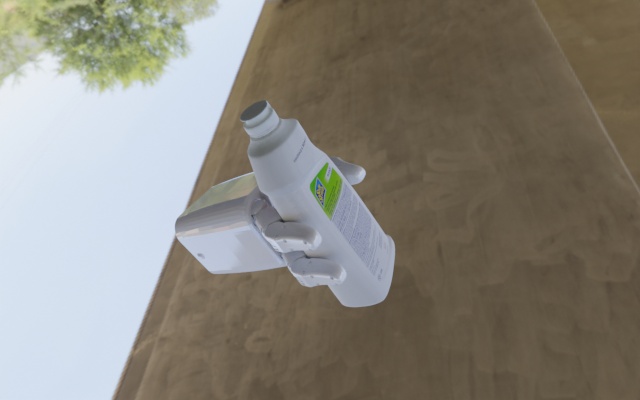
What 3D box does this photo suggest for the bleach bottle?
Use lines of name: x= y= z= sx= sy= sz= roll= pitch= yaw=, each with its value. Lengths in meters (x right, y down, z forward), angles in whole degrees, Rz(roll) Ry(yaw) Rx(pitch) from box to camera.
bleach bottle: x=0.000 y=0.002 z=0.492 sx=0.068 sy=0.102 sz=0.251 roll=-13 pitch=-50 yaw=26
